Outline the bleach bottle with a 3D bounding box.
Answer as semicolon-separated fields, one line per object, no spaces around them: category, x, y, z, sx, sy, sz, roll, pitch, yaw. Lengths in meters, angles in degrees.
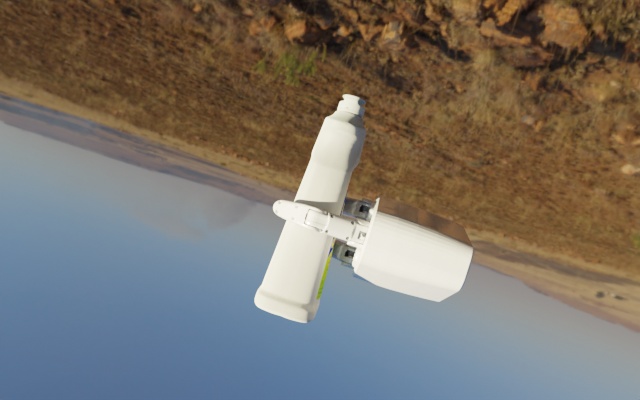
bleach bottle;0.000;0.002;0.537;0.068;0.251;0.102;18;-2;3
